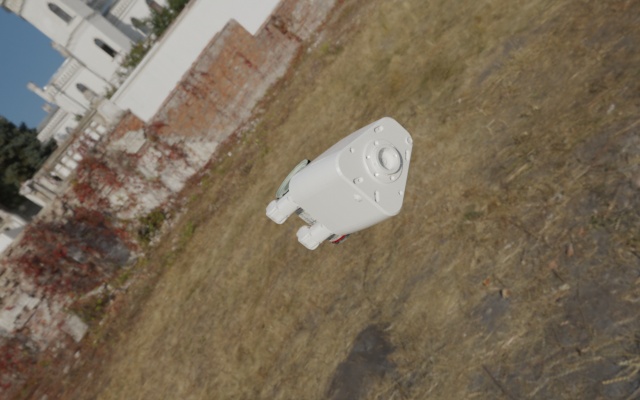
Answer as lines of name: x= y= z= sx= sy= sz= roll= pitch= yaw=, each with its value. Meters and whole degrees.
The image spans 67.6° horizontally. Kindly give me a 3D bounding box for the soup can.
soup can: x=0.000 y=0.002 z=0.634 sx=0.102 sy=0.068 sz=0.068 roll=39 pitch=-12 yaw=-15
